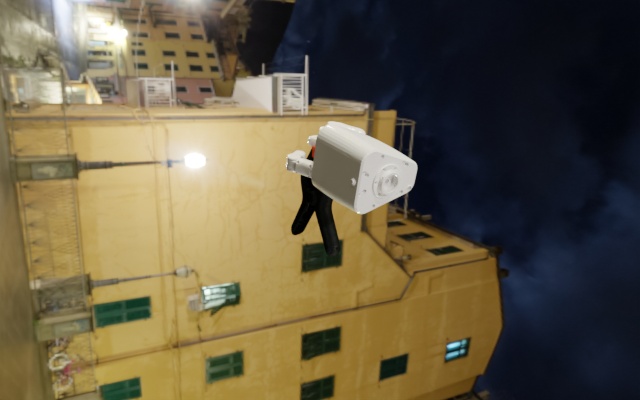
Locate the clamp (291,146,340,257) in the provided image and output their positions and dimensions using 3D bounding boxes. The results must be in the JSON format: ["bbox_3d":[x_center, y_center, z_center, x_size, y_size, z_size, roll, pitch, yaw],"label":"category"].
[{"bbox_3d":[0.001,0.002,0.758,0.039,0.171,0.120,-14,32,-39],"label":"clamp"}]
